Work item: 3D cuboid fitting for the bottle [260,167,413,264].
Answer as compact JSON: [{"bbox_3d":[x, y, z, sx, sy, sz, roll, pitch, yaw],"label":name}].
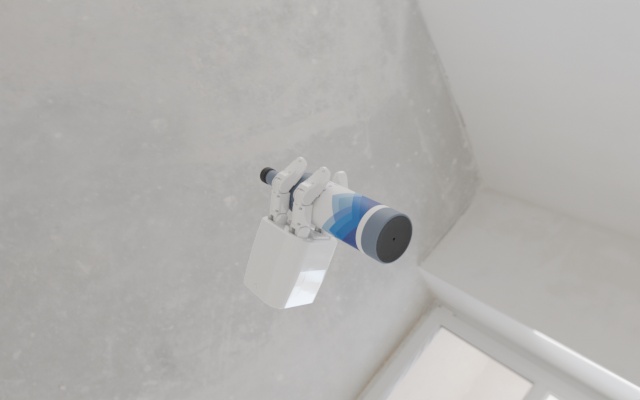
[{"bbox_3d":[0.000,0.002,0.687,0.069,0.069,0.295,0,18,-40],"label":"bottle"}]
